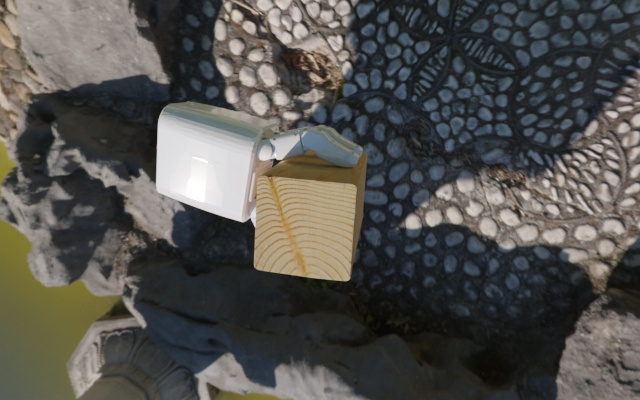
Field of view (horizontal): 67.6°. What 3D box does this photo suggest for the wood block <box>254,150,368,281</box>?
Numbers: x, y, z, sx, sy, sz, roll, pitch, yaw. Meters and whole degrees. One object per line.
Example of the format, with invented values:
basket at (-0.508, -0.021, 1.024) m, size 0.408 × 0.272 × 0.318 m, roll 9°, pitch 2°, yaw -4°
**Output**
wood block at (0.000, 0.002, 0.516) m, size 0.090 × 0.091 × 0.206 m, roll 6°, pitch 14°, yaw 7°
